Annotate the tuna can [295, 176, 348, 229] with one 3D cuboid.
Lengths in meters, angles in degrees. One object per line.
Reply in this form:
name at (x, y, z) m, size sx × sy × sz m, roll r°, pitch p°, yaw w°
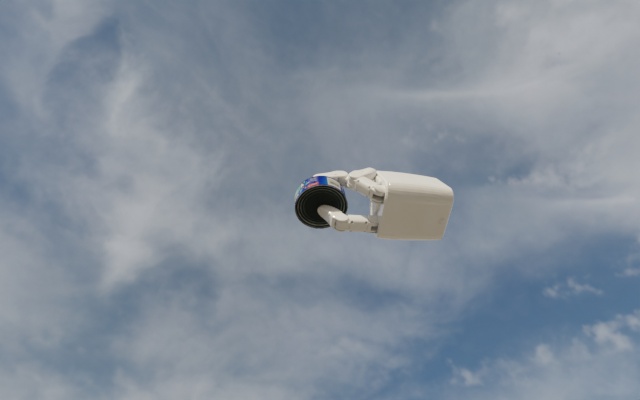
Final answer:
tuna can at (0.000, 0.002, 0.780) m, size 0.086 × 0.086 × 0.033 m, roll 0°, pitch 35°, yaw -6°
